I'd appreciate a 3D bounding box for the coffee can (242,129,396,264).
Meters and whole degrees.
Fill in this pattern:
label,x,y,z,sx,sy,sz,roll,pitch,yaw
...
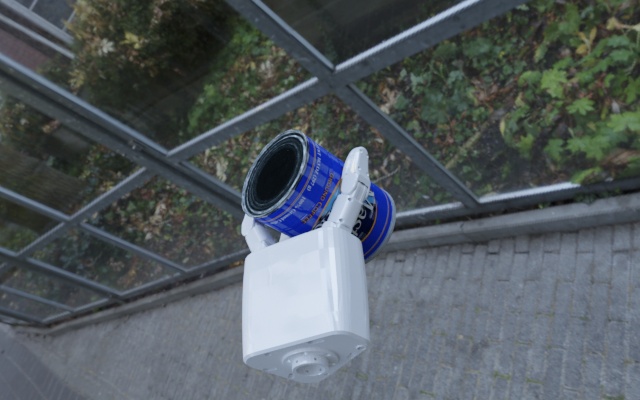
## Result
label,x,y,z,sx,sy,sz,roll,pitch,yaw
coffee can,0.000,0.002,0.526,0.140,0.102,0.103,32,-19,-34
